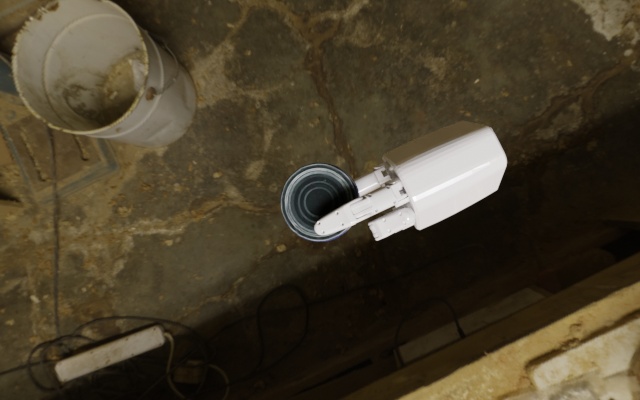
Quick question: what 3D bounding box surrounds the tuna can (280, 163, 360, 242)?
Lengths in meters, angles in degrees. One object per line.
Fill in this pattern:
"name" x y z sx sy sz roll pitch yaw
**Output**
"tuna can" 0.000 0.002 0.521 0.086 0.086 0.034 0 1 7
